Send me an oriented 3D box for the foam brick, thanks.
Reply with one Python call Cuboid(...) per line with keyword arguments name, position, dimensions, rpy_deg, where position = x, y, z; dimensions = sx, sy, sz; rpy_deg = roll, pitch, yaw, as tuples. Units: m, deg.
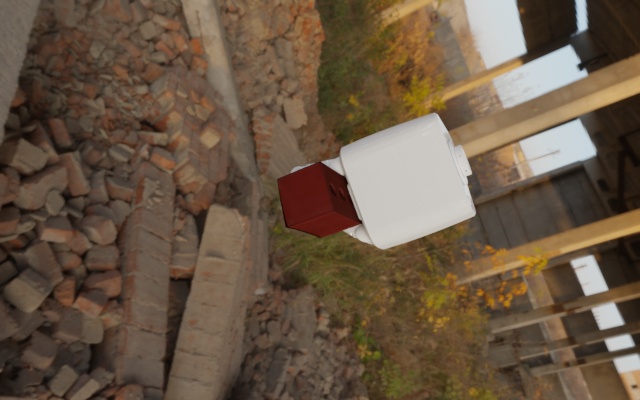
Cuboid(name="foam brick", position=(0.000, 0.002, 0.483), dimensions=(0.051, 0.053, 0.078), rpy_deg=(-20, -19, 21))
